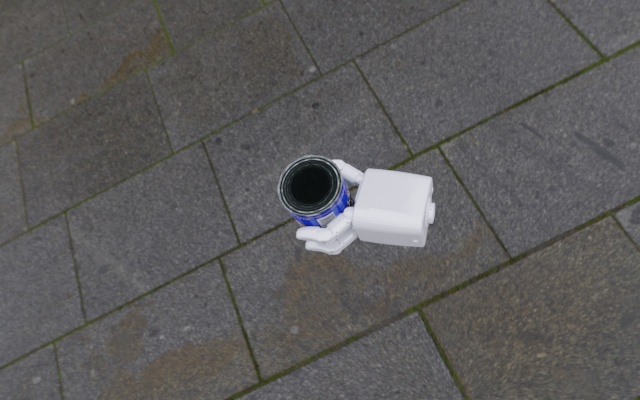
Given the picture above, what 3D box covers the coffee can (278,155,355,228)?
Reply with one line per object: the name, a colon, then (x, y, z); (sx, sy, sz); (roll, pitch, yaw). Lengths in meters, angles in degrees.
coffee can: (0.000, 0.003, 0.783); (0.103, 0.102, 0.140); (0, -22, 15)
